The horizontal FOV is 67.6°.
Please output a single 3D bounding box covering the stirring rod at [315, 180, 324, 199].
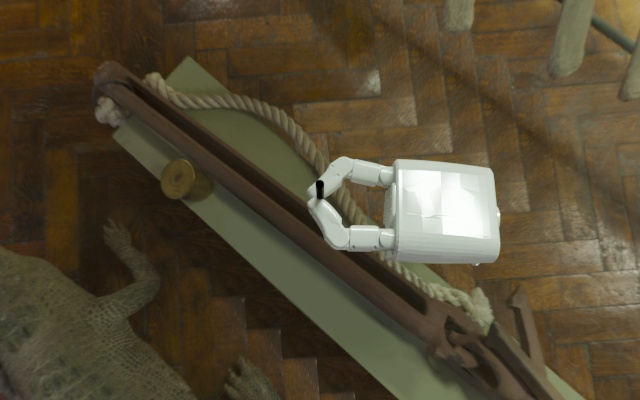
[{"bbox_3d":[0.000,0.002,0.542,0.011,0.011,0.239,0,-8,0],"label":"stirring rod"}]
